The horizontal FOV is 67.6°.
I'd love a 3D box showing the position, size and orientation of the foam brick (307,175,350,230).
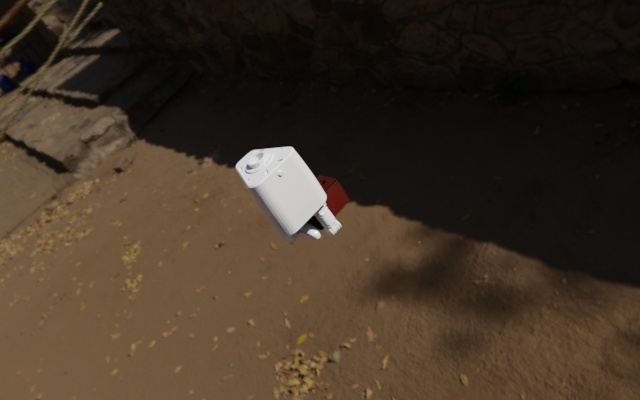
[{"bbox_3d":[0.000,0.003,0.812,0.078,0.051,0.053,-46,31,-19],"label":"foam brick"}]
